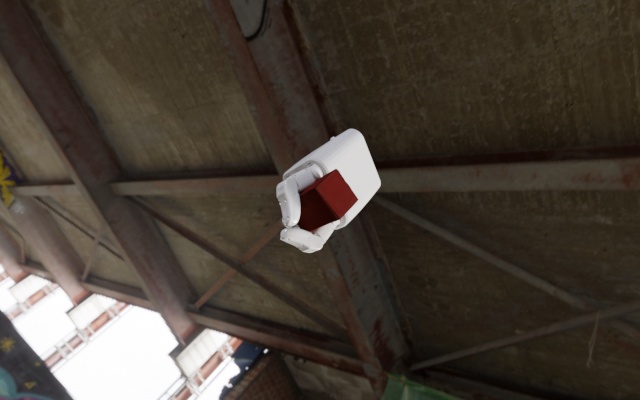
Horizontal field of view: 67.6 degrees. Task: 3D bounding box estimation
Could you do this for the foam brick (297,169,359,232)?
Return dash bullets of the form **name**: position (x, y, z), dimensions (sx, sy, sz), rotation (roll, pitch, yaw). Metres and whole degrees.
- **foam brick**: position (0.000, 0.002, 0.631), dimensions (0.078, 0.053, 0.051), rotation (-26, 12, 49)
